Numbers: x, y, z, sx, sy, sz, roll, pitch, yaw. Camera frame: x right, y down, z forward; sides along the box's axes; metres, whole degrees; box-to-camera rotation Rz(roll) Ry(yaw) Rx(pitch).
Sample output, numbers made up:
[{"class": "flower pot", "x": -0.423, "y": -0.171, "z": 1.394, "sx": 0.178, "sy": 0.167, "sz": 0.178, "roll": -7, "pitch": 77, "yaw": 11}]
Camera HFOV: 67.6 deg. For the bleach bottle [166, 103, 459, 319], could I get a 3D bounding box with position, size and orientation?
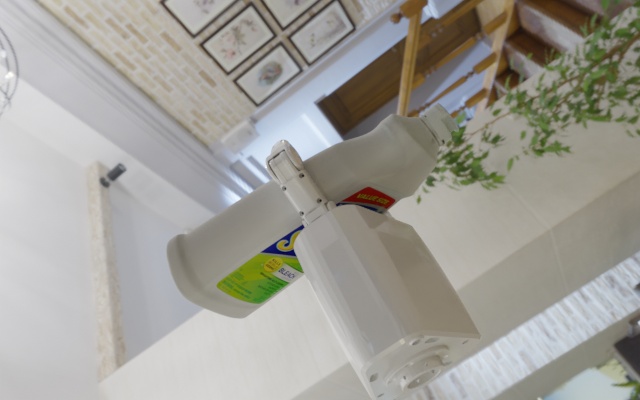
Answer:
[{"class": "bleach bottle", "x": 0.000, "y": 0.001, "z": 0.401, "sx": 0.251, "sy": 0.068, "sz": 0.103, "roll": -36, "pitch": -37, "yaw": 9}]
